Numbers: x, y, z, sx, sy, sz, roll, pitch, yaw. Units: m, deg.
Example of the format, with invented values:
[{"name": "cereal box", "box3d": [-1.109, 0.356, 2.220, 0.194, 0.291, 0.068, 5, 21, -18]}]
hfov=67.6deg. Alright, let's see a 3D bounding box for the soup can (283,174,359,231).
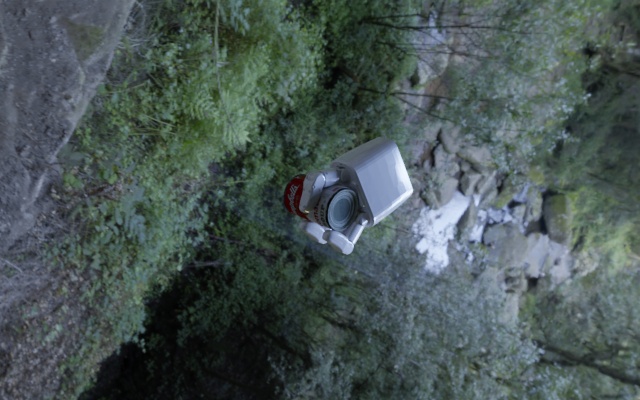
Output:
[{"name": "soup can", "box3d": [0.000, 0.003, 0.735, 0.068, 0.068, 0.102, 0, 14, -44]}]
